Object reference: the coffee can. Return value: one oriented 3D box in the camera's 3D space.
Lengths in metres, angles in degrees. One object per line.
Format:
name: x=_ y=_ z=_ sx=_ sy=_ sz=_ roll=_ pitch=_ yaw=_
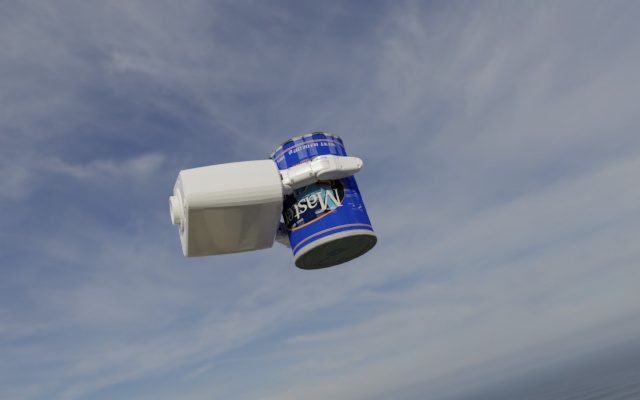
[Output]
coffee can: x=0.000 y=0.002 z=0.594 sx=0.103 sy=0.140 sz=0.103 roll=-15 pitch=-24 yaw=-7
